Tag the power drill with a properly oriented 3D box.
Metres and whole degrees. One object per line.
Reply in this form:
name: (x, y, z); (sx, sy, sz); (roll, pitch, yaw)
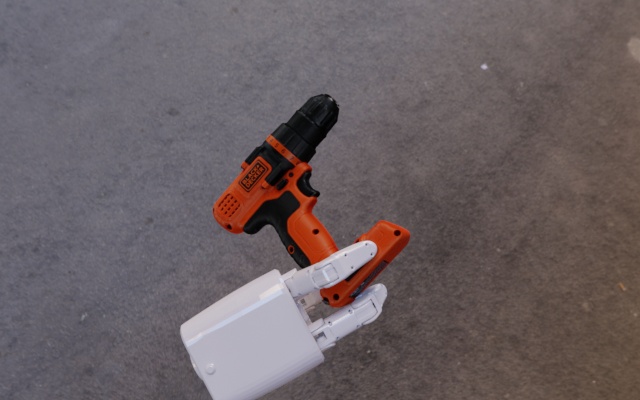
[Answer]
power drill: (0.000, 0.002, 0.499); (0.187, 0.184, 0.057); (43, 5, 21)
